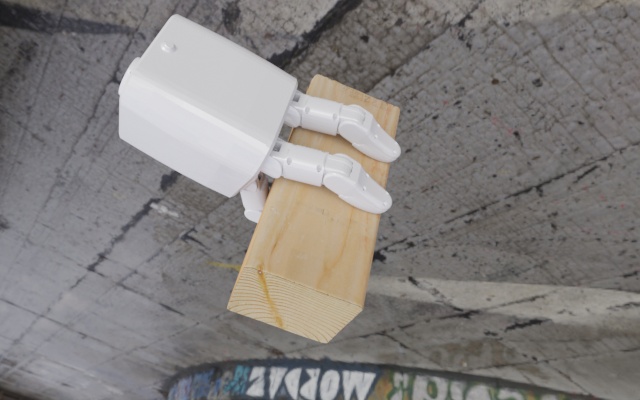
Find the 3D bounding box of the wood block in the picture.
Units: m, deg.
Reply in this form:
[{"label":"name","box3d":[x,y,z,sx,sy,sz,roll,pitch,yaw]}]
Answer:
[{"label":"wood block","box3d":[0.000,0.001,0.417,0.090,0.206,0.091,21,-36,-7]}]
